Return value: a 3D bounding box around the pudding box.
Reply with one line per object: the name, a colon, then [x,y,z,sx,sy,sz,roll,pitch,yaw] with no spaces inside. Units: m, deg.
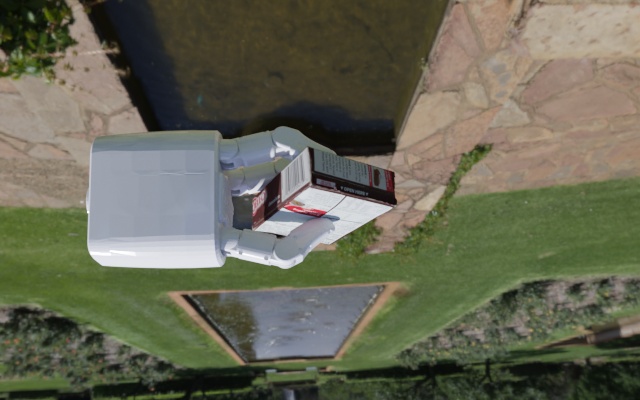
pudding box: [0.000,0.002,0.435,0.090,0.039,0.113,12,-27,-29]
